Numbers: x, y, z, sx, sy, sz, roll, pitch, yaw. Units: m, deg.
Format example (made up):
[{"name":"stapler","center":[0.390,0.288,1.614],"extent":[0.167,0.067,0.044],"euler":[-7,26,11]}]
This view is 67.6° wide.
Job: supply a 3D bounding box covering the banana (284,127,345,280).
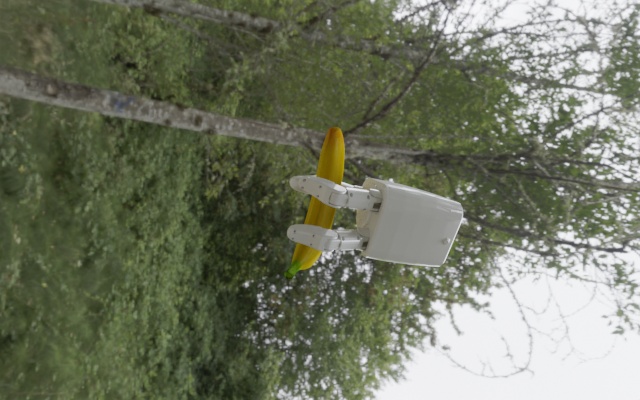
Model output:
[{"name":"banana","center":[0.001,0.006,0.618],"extent":[0.037,0.198,0.069],"euler":[16,0,7]}]
